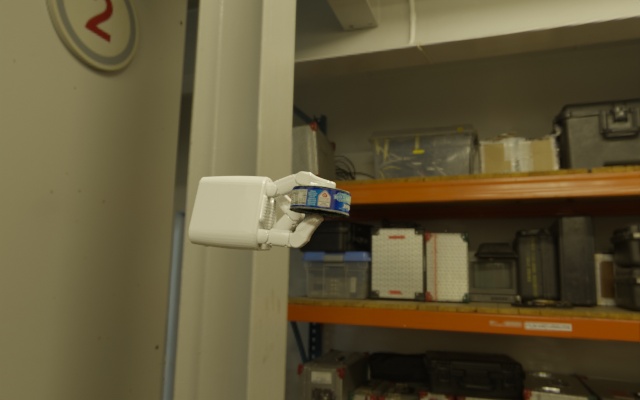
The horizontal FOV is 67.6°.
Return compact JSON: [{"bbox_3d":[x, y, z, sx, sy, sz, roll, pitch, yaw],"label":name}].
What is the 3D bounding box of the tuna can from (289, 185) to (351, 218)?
[{"bbox_3d":[0.000,0.002,0.678,0.086,0.033,0.086,7,-7,1],"label":"tuna can"}]
